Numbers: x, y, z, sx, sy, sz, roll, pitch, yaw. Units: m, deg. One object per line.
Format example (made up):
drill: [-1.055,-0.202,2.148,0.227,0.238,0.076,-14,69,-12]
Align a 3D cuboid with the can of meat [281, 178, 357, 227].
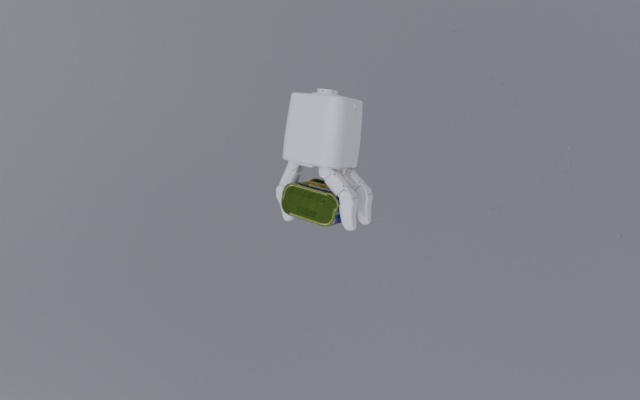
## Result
can of meat: [0.000,0.003,0.750,0.102,0.057,0.084,16,12,25]
